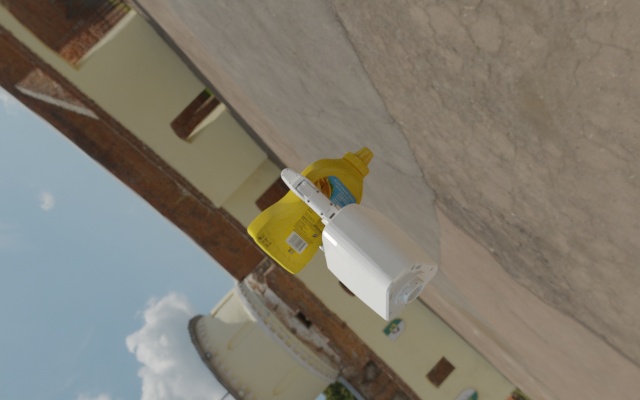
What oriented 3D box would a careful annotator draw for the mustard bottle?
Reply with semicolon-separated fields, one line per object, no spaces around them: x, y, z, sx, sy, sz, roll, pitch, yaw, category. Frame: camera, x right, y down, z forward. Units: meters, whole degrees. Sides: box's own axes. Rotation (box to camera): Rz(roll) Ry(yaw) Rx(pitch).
0.000;0.002;0.637;0.096;0.191;0.058;47;-5;-35;mustard bottle
